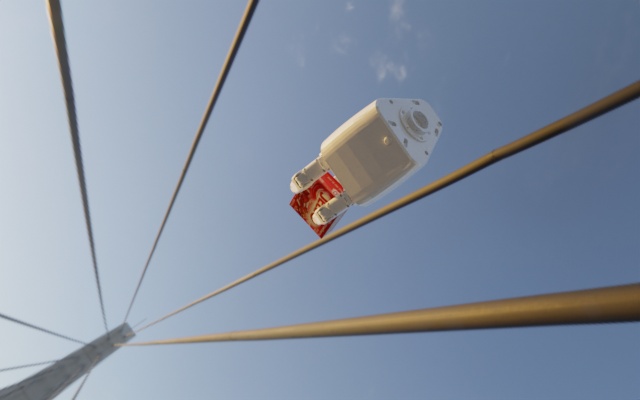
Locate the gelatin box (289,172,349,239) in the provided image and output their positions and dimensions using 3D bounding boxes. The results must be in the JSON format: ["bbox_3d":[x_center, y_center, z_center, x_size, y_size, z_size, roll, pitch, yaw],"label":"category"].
[{"bbox_3d":[0.000,0.002,0.689,0.030,0.073,0.089,-34,-14,-39],"label":"gelatin box"}]
